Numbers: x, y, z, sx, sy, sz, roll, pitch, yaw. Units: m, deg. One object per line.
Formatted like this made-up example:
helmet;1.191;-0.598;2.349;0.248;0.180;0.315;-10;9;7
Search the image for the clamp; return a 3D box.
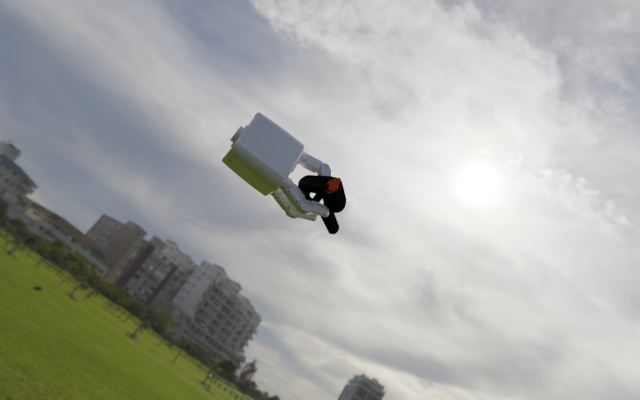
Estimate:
clamp;0.001;0.002;0.889;0.164;0.036;0.210;35;-22;-14
